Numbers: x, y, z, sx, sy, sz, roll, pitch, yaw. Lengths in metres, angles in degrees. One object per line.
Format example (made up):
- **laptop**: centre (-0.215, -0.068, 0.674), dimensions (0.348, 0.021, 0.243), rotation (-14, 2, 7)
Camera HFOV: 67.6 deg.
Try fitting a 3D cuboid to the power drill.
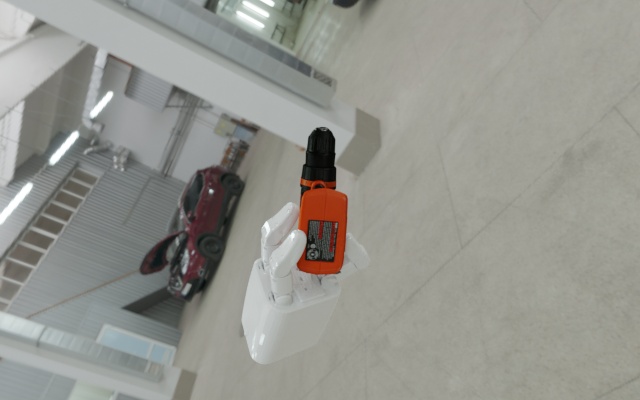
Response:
- **power drill**: centre (0.000, 0.002, 0.627), dimensions (0.057, 0.184, 0.187), rotation (3, 14, -2)
